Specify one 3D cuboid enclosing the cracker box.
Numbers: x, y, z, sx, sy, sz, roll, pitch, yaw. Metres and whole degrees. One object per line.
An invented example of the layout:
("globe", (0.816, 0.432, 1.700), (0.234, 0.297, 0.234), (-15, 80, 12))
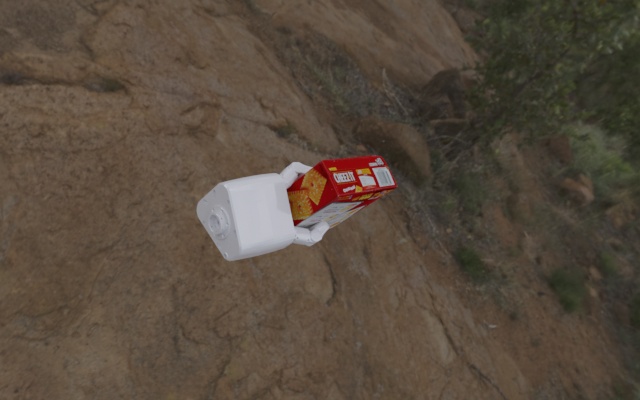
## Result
("cracker box", (0.000, 0.003, 0.828), (0.164, 0.072, 0.214), (-10, -18, -47))
